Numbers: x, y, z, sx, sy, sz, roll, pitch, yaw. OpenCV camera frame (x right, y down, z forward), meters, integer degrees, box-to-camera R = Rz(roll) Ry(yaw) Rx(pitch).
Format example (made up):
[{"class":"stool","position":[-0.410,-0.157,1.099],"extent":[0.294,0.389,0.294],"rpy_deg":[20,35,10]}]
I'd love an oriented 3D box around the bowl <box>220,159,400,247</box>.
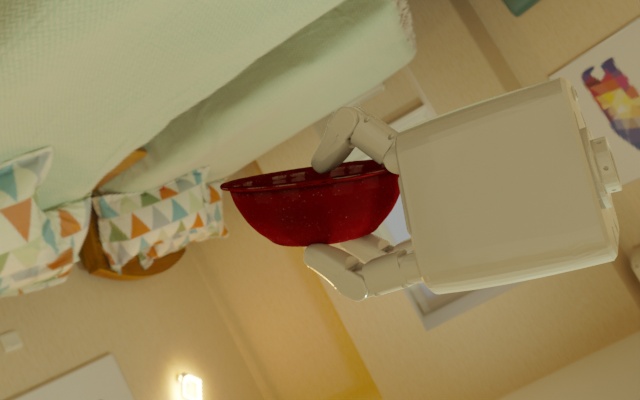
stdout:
[{"class":"bowl","position":[-0.001,0.002,0.404],"extent":[0.162,0.055,0.162],"rpy_deg":[-7,8,1]}]
